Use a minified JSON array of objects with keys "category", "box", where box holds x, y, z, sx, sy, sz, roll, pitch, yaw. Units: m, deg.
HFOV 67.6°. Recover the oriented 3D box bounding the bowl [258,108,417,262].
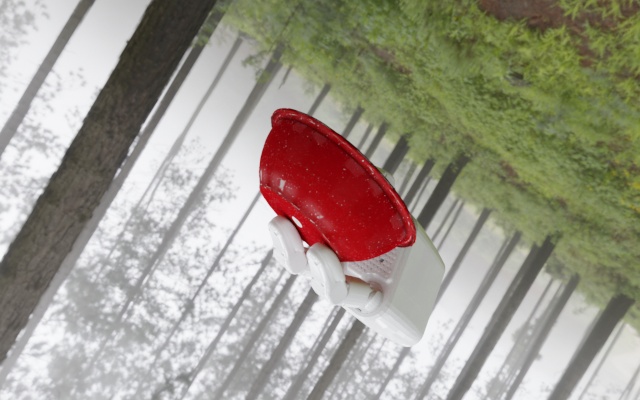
[{"category":"bowl","box":[-0.001,0.001,0.401,0.055,0.162,0.162,-46,14,-14]}]
